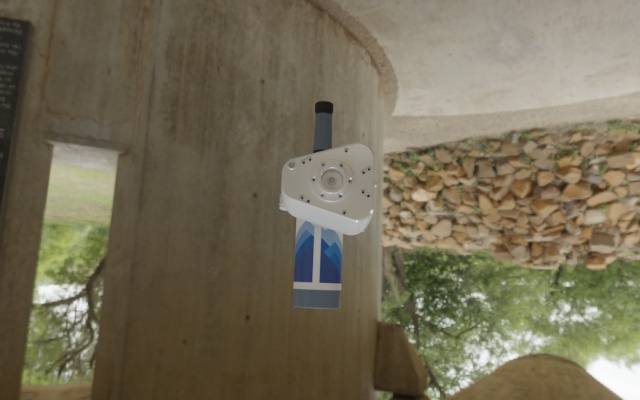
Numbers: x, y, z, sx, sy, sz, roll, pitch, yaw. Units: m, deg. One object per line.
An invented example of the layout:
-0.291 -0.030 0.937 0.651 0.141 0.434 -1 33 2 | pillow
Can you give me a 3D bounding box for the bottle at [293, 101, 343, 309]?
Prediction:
0.000 0.003 0.683 0.069 0.295 0.069 2 -9 0 | bottle
